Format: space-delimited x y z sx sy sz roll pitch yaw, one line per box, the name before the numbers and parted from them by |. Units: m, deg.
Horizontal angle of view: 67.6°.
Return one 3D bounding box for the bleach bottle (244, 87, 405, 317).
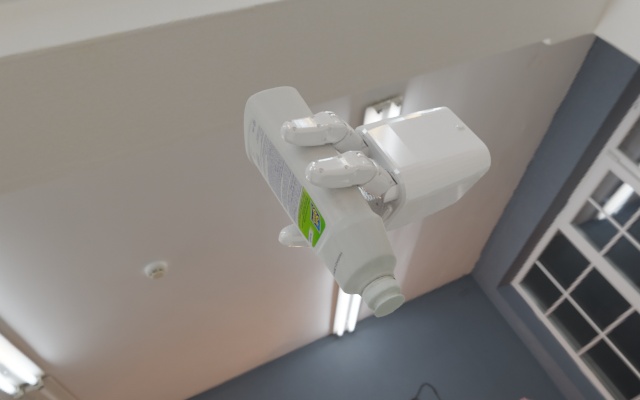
bleach bottle | 0.000 0.001 0.453 0.068 0.250 0.103 -18 -37 -18
